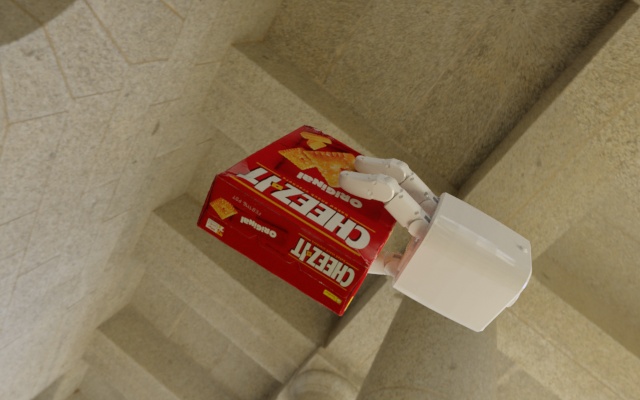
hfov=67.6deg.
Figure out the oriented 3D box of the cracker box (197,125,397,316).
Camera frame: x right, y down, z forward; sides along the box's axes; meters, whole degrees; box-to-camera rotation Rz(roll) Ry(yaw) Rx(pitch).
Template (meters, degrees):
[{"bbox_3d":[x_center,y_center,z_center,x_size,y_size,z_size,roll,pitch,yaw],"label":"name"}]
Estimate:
[{"bbox_3d":[0.000,0.002,0.519,0.164,0.072,0.213,30,29,8],"label":"cracker box"}]
